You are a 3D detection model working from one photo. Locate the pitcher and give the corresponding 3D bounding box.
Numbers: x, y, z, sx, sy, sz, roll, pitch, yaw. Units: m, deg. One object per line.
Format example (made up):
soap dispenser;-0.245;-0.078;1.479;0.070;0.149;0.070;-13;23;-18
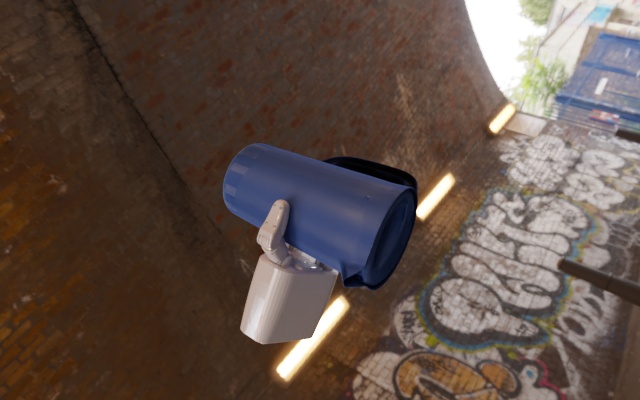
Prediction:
pitcher;0.000;0.002;0.631;0.243;0.145;0.149;23;10;27
